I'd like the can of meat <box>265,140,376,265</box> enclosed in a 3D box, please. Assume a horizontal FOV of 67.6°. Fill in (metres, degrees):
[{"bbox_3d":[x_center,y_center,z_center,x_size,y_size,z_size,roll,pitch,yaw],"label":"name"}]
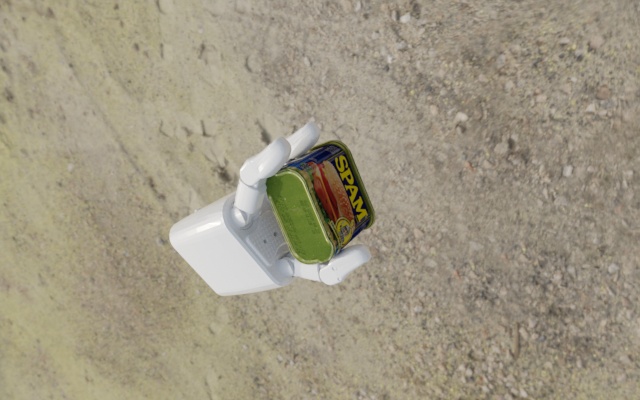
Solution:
[{"bbox_3d":[0.000,0.002,0.472,0.057,0.102,0.084,-14,13,38],"label":"can of meat"}]
